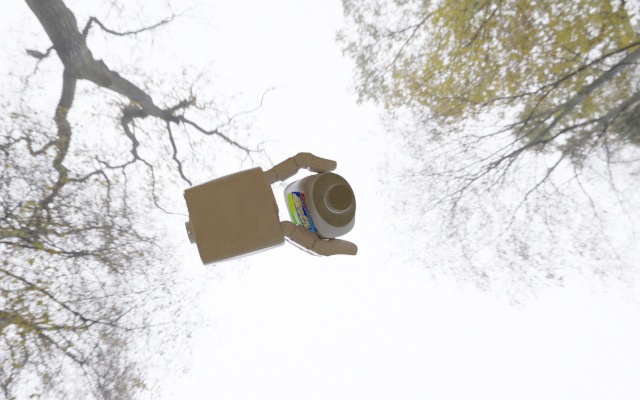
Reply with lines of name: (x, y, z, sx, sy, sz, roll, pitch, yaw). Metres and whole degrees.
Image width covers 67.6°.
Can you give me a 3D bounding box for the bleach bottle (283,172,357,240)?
bleach bottle: (0.000, 0.002, 0.638, 0.068, 0.102, 0.251, -17, -3, -10)
